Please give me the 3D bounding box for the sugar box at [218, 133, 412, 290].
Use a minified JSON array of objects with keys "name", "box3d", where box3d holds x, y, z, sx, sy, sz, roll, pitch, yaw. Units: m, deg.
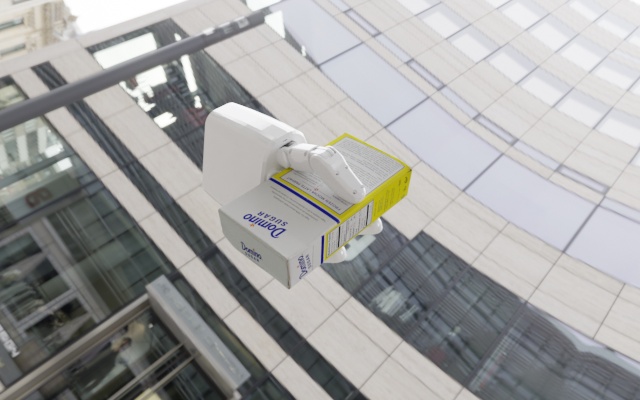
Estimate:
[{"name":"sugar box","box3d":[0.000,0.002,0.464,0.093,0.048,0.176,32,52,31]}]
